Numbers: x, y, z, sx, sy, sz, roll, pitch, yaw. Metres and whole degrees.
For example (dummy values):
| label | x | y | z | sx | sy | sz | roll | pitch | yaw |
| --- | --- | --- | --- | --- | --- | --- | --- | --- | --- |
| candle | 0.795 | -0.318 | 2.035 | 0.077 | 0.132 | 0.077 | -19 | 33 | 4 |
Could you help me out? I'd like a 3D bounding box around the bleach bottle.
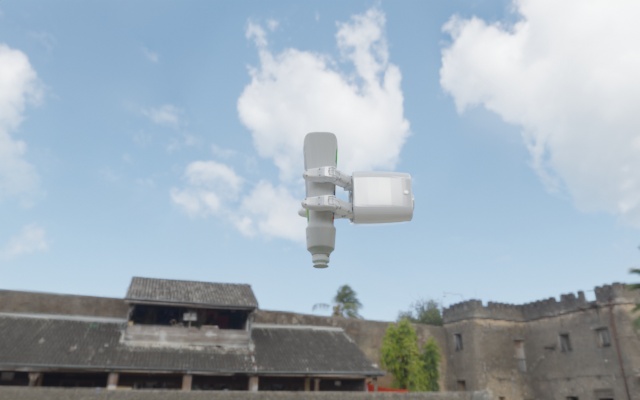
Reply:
| label | x | y | z | sx | sy | sz | roll | pitch | yaw |
| --- | --- | --- | --- | --- | --- | --- | --- | --- | --- |
| bleach bottle | 0.000 | 0.003 | 0.884 | 0.068 | 0.250 | 0.103 | 0 | -23 | 0 |
